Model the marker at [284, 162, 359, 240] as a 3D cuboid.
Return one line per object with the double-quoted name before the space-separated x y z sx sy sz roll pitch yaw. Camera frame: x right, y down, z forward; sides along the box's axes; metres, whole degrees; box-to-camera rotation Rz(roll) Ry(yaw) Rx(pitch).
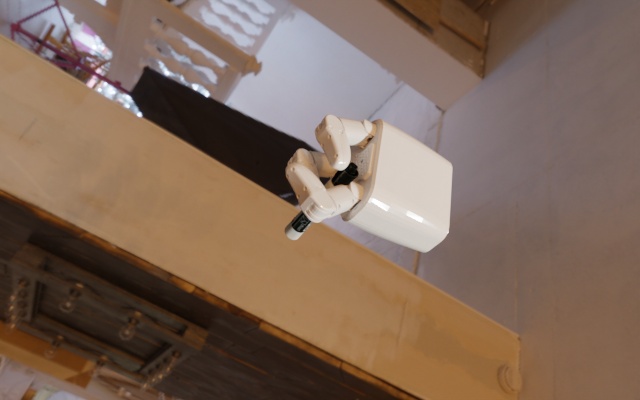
"marker" 0.000 0.002 0.492 0.020 0.020 0.121 0 -35 -41
